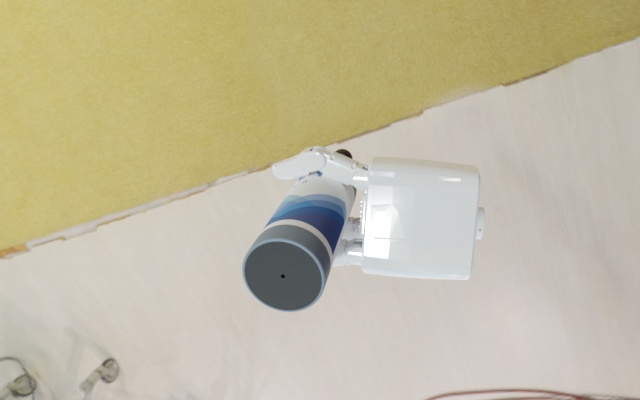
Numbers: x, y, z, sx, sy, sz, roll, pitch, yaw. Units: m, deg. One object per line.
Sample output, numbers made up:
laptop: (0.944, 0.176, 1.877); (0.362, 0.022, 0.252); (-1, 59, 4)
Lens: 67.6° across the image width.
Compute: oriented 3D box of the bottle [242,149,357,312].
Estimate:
bottle: (0.000, 0.002, 0.499); (0.069, 0.069, 0.295); (0, 23, 12)
